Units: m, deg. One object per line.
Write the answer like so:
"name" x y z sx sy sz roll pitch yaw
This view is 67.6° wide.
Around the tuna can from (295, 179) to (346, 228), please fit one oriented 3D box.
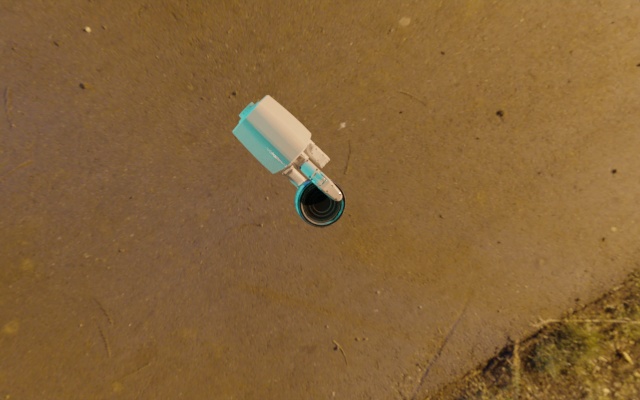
"tuna can" 0.000 0.003 0.821 0.086 0.086 0.033 0 9 -12
